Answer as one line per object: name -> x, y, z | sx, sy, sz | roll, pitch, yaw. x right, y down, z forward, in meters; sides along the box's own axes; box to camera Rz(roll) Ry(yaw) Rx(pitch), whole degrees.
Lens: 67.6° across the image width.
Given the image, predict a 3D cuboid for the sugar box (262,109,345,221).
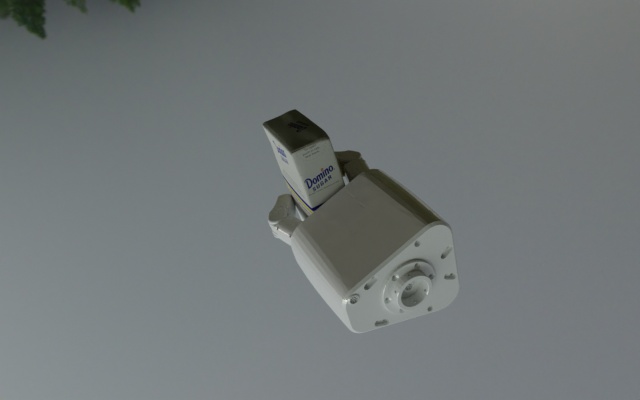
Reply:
sugar box -> 0.001, 0.002, 0.494 | 0.048, 0.176, 0.093 | -25, 33, -12
